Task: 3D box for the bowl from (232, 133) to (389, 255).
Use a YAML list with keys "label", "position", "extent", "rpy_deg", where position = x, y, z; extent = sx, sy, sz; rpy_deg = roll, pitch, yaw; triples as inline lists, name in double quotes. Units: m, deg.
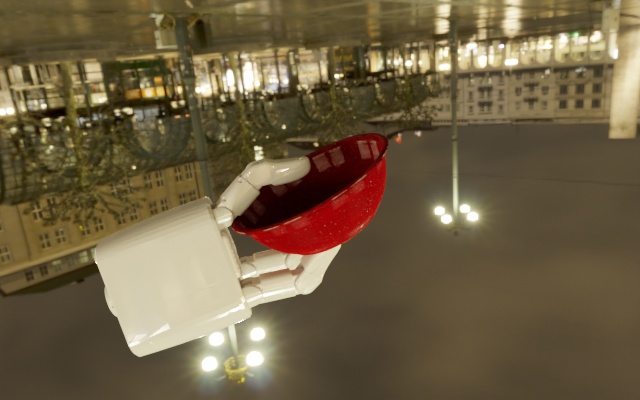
- label: "bowl"
  position: [0.001, 0.001, 0.444]
  extent: [0.162, 0.055, 0.162]
  rpy_deg: [-27, 19, 10]
